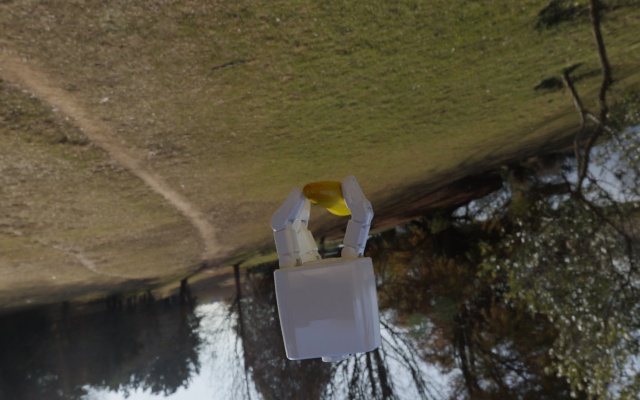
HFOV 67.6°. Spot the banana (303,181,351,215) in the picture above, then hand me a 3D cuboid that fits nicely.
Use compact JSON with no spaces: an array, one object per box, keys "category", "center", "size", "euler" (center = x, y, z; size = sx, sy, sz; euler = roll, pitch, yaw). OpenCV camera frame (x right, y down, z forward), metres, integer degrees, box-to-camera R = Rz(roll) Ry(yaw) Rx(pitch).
[{"category":"banana","center":[0.019,0.000,0.640],"size":[0.069,0.037,0.198],"euler":[-6,-6,2]}]
